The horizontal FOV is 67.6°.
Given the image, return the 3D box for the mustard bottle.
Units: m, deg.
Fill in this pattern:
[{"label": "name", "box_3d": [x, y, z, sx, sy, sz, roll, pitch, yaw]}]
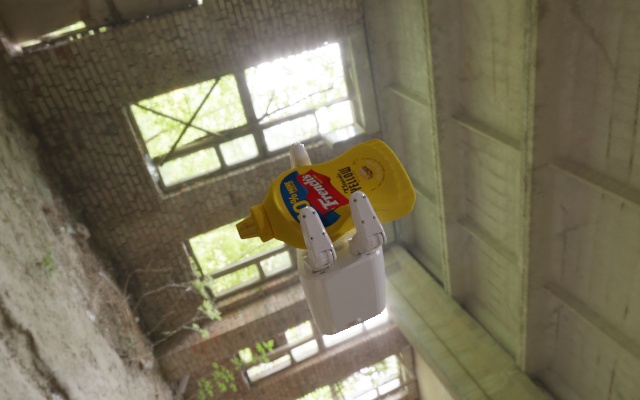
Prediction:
[{"label": "mustard bottle", "box_3d": [0.000, 0.001, 0.527, 0.191, 0.096, 0.058, -20, -28, -12]}]
